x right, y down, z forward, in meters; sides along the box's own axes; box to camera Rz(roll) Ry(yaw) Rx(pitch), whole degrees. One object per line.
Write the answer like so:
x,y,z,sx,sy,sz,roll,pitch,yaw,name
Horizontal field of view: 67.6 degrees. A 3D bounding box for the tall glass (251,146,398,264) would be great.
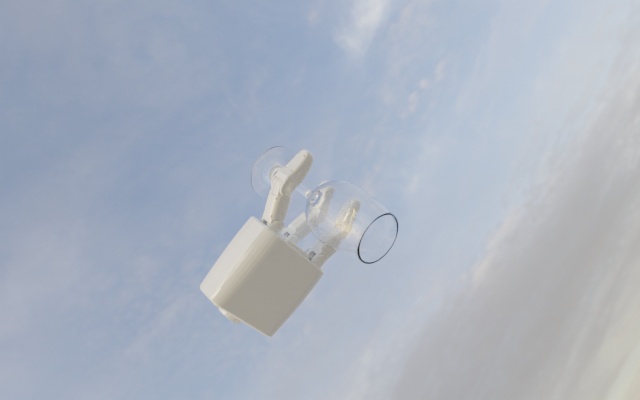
0.000,0.001,0.580,0.079,0.079,0.201,0,23,-44,tall glass
